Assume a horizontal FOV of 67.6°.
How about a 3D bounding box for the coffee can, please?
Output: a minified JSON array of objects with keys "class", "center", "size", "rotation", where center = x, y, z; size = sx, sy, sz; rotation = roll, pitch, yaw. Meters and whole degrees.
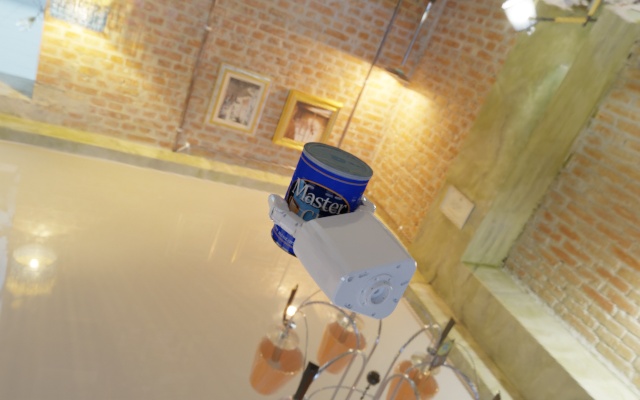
[{"class":"coffee can","center":[0.000,0.002,0.676],"size":[0.103,0.140,0.102],"rotation":[20,21,-8]}]
